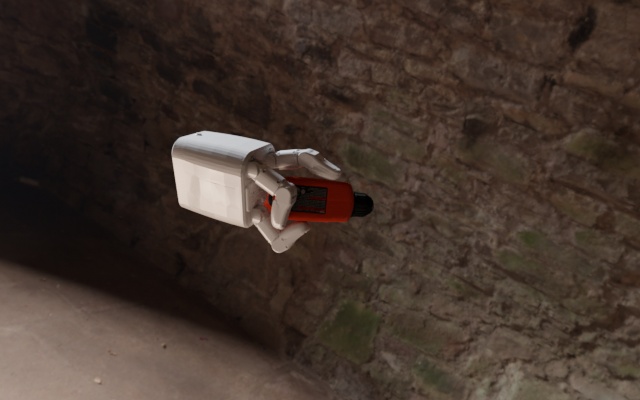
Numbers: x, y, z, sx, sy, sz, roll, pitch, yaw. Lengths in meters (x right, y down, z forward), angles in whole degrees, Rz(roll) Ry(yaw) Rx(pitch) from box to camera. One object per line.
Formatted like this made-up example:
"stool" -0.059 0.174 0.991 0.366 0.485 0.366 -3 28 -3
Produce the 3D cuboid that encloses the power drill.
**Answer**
"power drill" 0.000 0.002 0.707 0.184 0.057 0.187 3 -2 -4
